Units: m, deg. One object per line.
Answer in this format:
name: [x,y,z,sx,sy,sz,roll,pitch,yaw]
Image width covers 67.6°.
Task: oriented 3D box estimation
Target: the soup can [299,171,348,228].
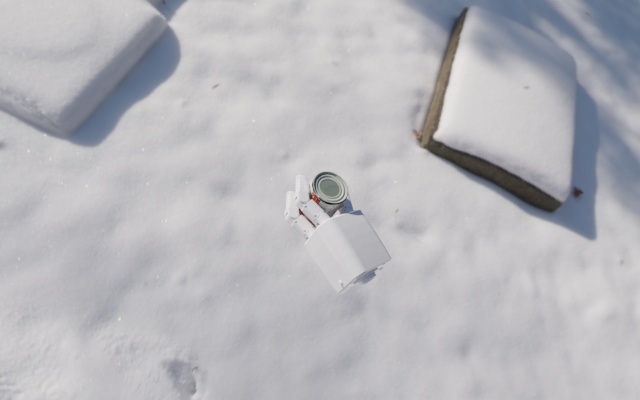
soup can: [0.000,0.002,0.850,0.068,0.068,0.102,0,-30,-23]
